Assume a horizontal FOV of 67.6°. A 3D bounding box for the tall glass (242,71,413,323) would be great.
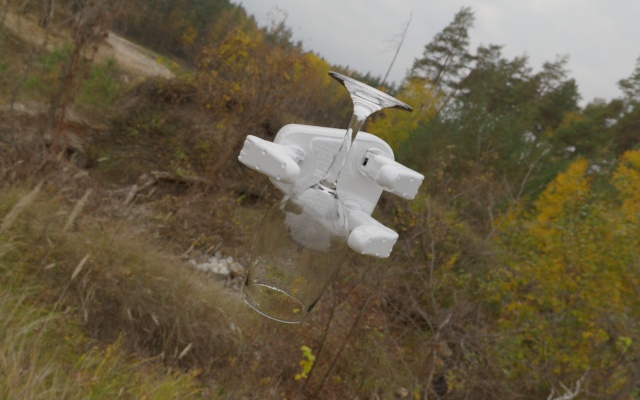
[{"bbox_3d":[0.000,0.001,0.401,0.079,0.201,0.079,23,11,-5],"label":"tall glass"}]
